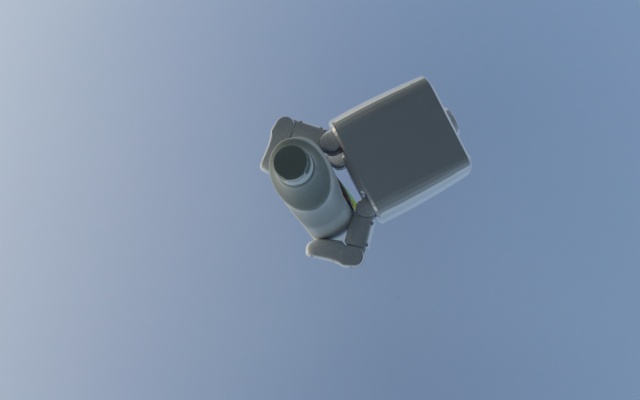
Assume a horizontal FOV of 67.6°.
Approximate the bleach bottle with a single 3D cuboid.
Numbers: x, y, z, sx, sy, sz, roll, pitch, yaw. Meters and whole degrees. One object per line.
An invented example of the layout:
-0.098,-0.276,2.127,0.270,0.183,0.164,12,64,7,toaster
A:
0.000,0.002,0.494,0.068,0.102,0.251,-28,-14,3,bleach bottle
